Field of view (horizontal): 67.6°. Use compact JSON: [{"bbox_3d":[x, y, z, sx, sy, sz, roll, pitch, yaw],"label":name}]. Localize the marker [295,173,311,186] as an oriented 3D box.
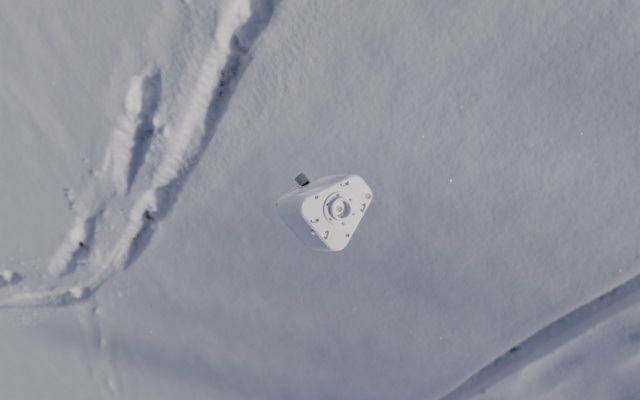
[{"bbox_3d":[0.000,0.003,0.833,0.020,0.121,0.020,-37,14,11],"label":"marker"}]
